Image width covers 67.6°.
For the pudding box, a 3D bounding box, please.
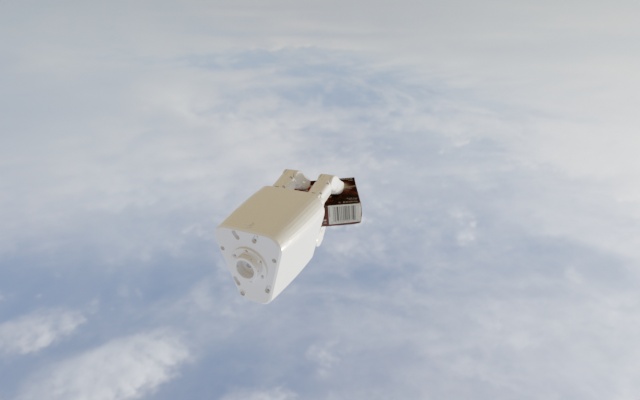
[{"bbox_3d":[0.000,0.002,0.701,0.113,0.039,0.090,-3,27,-1],"label":"pudding box"}]
